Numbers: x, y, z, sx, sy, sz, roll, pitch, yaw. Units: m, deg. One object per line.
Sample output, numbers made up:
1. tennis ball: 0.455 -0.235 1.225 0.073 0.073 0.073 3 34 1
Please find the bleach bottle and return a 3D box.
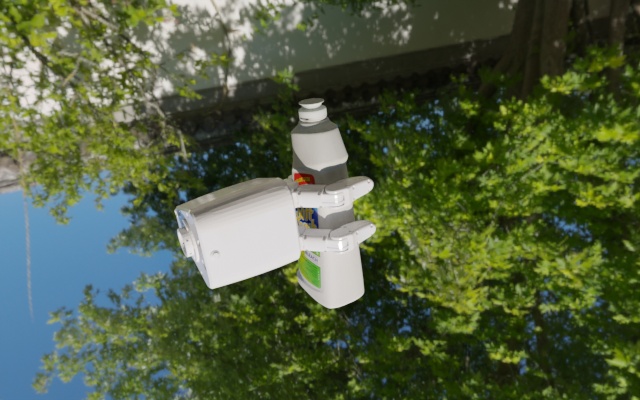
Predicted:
1. bleach bottle: 0.000 0.002 0.581 0.068 0.251 0.102 -18 27 -23
